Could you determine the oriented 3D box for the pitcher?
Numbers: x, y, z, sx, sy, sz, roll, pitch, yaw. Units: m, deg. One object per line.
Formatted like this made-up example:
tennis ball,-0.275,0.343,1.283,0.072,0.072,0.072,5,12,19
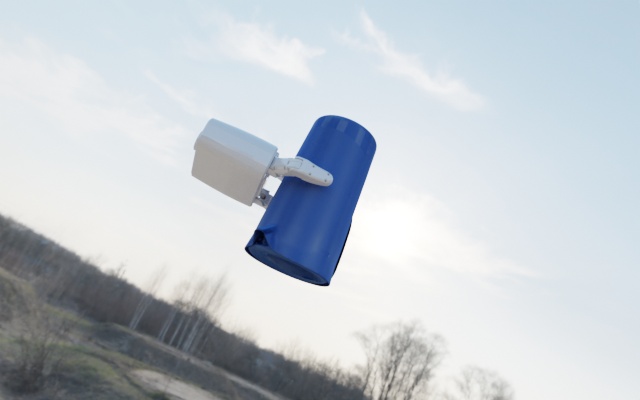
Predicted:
pitcher,0.000,0.002,0.724,0.145,0.242,0.149,26,-19,-4
